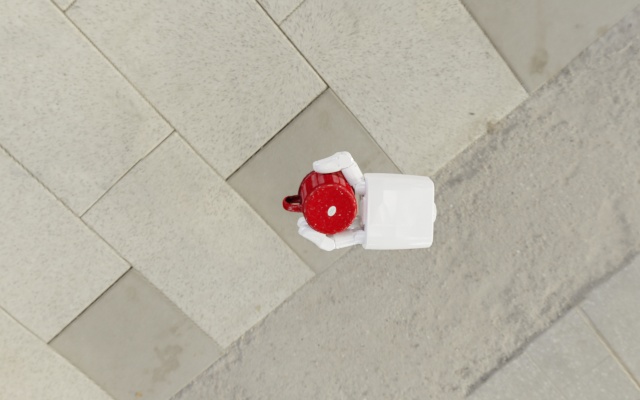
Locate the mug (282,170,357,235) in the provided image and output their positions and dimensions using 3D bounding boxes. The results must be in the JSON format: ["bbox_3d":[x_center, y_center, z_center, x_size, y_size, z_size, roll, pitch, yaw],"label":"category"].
[{"bbox_3d":[-0.001,0.002,0.732,0.117,0.093,0.081,0,17,-3],"label":"mug"}]
